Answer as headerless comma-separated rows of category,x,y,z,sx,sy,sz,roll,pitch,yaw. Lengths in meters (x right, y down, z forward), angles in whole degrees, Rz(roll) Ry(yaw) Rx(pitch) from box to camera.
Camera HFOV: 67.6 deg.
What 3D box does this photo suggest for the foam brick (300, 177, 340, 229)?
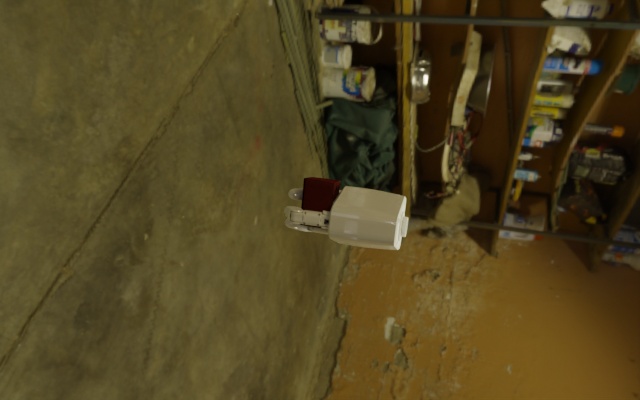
foam brick,0.000,0.002,0.788,0.051,0.078,0.053,8,9,14
